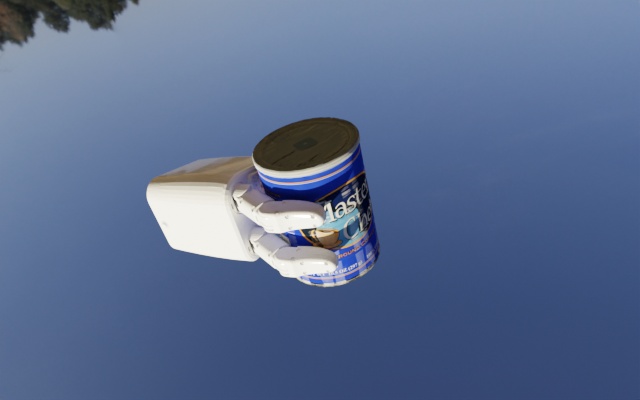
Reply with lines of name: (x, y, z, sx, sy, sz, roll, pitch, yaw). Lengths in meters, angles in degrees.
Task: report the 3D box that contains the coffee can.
coffee can: (0.000, 0.001, 0.484, 0.103, 0.140, 0.102, -10, 34, 7)
